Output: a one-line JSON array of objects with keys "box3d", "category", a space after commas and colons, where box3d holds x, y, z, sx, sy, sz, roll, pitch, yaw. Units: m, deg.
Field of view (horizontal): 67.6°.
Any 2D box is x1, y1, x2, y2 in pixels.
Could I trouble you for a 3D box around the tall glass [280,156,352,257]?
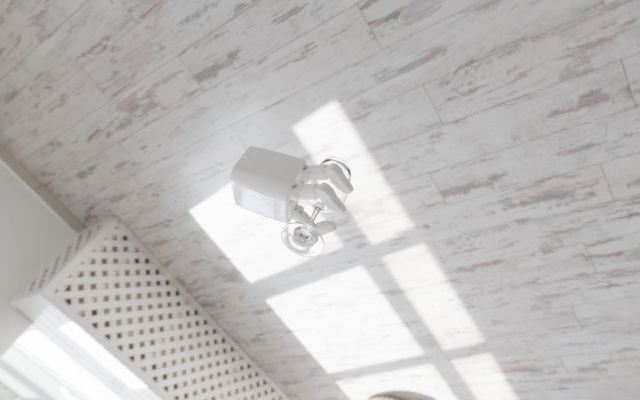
[{"box3d": [0.000, 0.003, 0.831, 0.079, 0.079, 0.201, 0, 38, 22], "category": "tall glass"}]
